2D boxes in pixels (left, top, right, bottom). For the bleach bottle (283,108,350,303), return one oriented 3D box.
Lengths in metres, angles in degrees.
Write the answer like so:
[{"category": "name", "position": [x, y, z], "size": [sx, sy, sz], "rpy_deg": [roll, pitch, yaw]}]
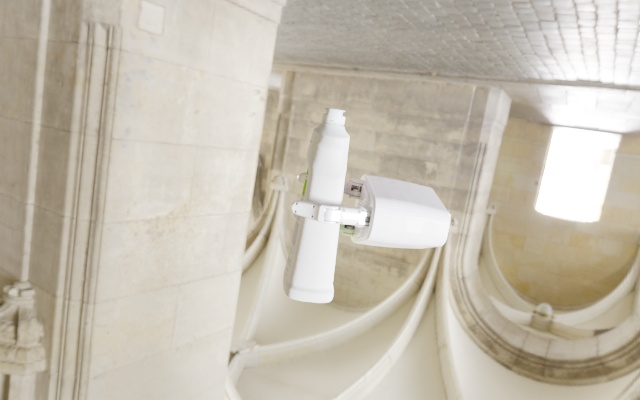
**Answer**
[{"category": "bleach bottle", "position": [0.000, 0.002, 0.647], "size": [0.068, 0.251, 0.102], "rpy_deg": [8, 8, -9]}]
